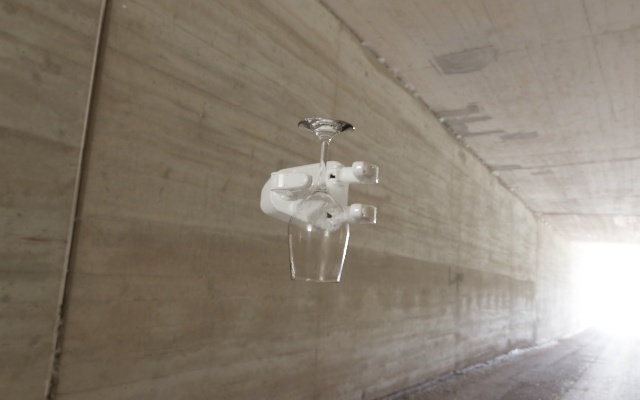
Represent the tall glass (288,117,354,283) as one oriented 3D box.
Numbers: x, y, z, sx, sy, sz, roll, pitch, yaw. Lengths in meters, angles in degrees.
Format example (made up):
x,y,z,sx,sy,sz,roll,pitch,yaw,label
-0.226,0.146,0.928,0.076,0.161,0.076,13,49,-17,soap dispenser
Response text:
x,y,z,sx,sy,sz,roll,pitch,yaw,label
0.000,0.001,0.610,0.079,0.201,0.079,4,-8,1,tall glass
